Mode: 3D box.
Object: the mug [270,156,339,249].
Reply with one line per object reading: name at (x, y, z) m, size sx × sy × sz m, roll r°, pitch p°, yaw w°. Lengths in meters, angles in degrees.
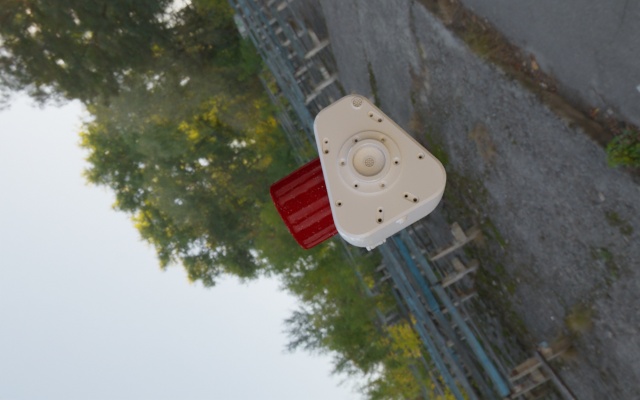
mug at (0.000, 0.002, 0.531) m, size 0.081 × 0.093 × 0.117 m, roll -30°, pitch -12°, yaw 3°
